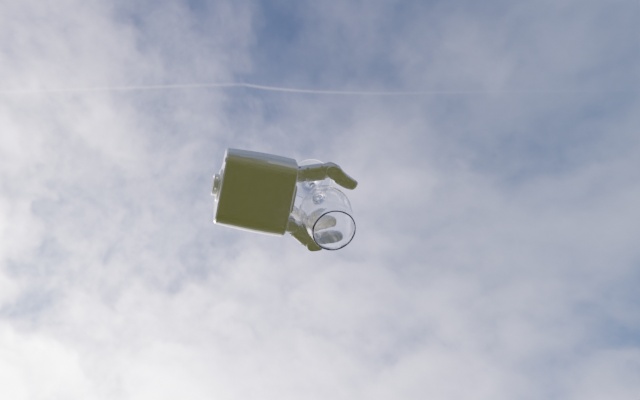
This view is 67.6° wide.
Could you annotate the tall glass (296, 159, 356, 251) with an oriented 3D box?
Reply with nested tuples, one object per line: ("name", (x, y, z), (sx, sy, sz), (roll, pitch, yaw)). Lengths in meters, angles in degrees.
("tall glass", (0.000, 0.002, 0.741), (0.079, 0.079, 0.201), (0, 23, -12))
